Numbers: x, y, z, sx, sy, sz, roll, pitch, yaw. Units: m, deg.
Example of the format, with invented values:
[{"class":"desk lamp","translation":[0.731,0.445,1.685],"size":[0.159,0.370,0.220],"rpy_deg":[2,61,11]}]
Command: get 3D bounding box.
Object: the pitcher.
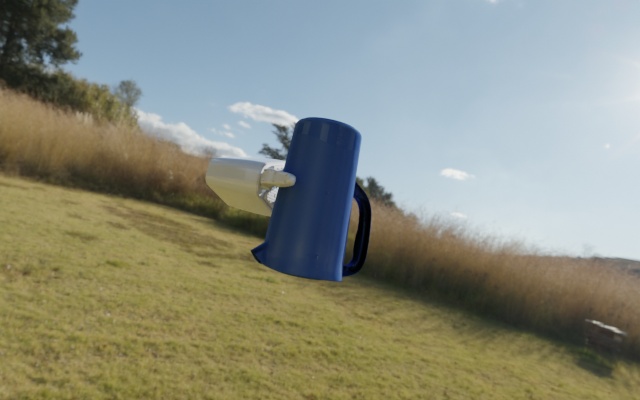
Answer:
[{"class":"pitcher","translation":[0.000,0.002,0.752],"size":[0.145,0.243,0.149],"rpy_deg":[10,-5,24]}]
